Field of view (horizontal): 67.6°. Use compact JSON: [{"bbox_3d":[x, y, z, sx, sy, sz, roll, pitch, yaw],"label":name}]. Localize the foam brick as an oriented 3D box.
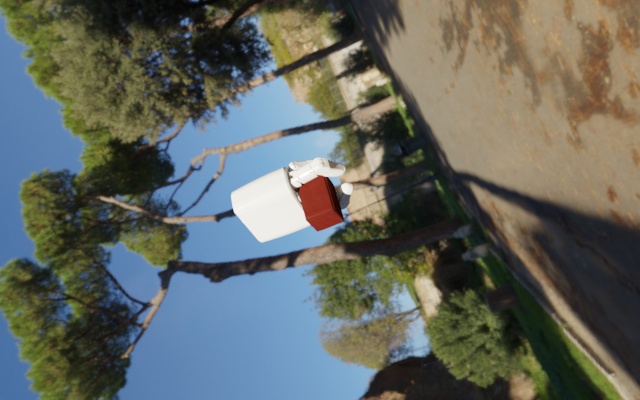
[{"bbox_3d":[0.000,0.003,0.789,0.051,0.078,0.053,-22,-31,11],"label":"foam brick"}]
